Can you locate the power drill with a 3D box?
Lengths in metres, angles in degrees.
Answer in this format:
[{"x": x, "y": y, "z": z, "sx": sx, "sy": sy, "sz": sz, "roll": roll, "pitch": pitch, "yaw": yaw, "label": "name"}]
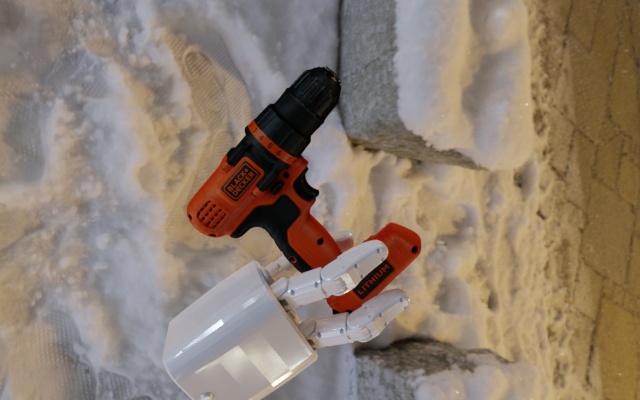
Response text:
[{"x": 0.000, "y": 0.002, "z": 0.434, "sx": 0.188, "sy": 0.184, "sz": 0.057, "roll": 41, "pitch": 14, "yaw": -9, "label": "power drill"}]
